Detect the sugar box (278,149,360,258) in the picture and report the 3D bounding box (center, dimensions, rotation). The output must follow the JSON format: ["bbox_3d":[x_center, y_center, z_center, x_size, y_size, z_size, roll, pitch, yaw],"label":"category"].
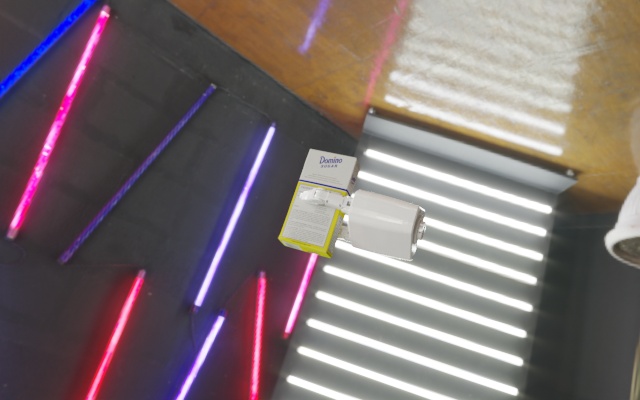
[{"bbox_3d":[0.000,0.003,0.833,0.093,0.176,0.048,14,-19,20],"label":"sugar box"}]
